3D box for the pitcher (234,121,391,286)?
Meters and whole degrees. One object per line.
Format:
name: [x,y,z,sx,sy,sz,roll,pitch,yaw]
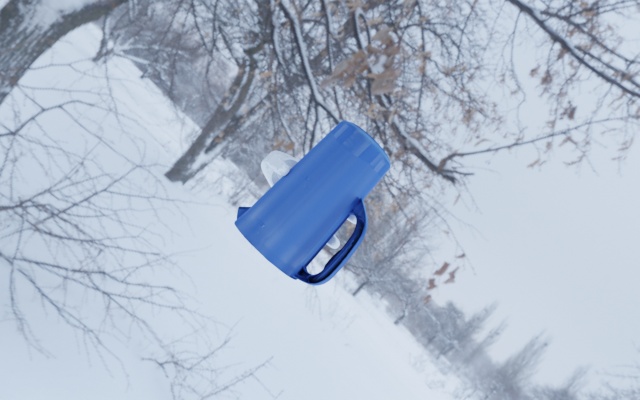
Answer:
pitcher: [0.000,0.002,0.745,0.149,0.243,0.145,44,-2,-23]
